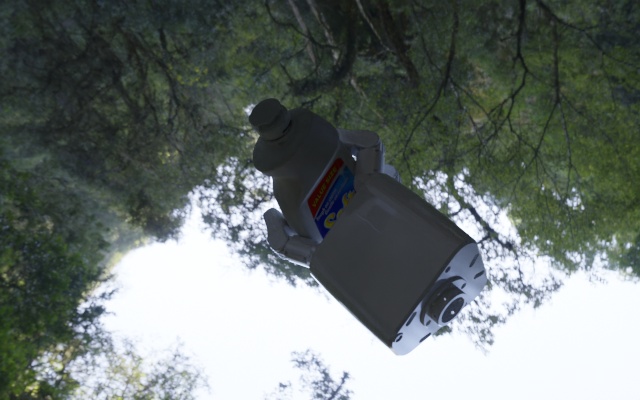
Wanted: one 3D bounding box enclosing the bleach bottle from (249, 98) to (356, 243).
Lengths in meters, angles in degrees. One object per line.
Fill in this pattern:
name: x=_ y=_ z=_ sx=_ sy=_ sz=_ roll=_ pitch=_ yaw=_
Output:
bleach bottle: x=0.000 y=0.001 z=0.470 sx=0.068 sy=0.102 sz=0.251 roll=41 pitch=-7 yaw=41
